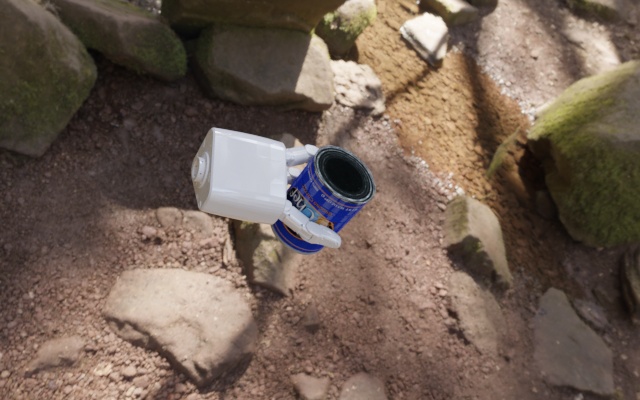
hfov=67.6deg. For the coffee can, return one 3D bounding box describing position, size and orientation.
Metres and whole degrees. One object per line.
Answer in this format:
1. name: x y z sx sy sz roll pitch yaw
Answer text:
1. coffee can: 0.000 0.002 0.710 0.103 0.102 0.140 0 -35 -38
